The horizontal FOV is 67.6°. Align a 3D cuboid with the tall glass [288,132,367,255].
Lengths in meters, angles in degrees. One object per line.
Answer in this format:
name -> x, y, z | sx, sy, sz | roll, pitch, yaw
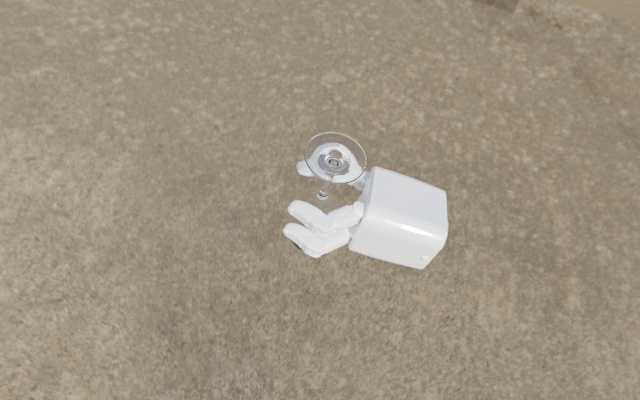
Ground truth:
tall glass -> 0.000, 0.002, 0.635 | 0.079, 0.079, 0.201 | 0, -32, -13
